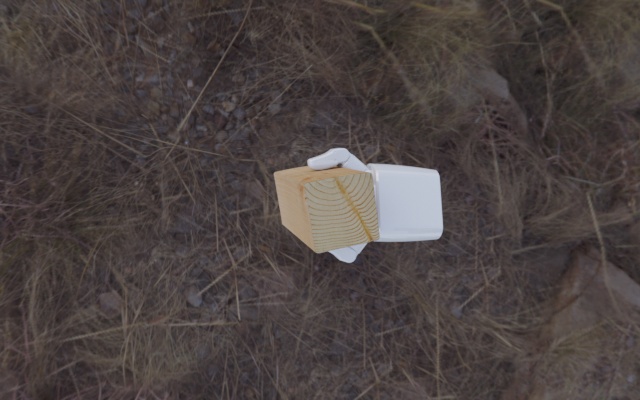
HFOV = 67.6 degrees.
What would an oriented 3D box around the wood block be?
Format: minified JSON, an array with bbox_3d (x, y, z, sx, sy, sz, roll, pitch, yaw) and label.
[{"bbox_3d":[0.000,0.002,0.686,0.090,0.091,0.206,-10,9,-15],"label":"wood block"}]
